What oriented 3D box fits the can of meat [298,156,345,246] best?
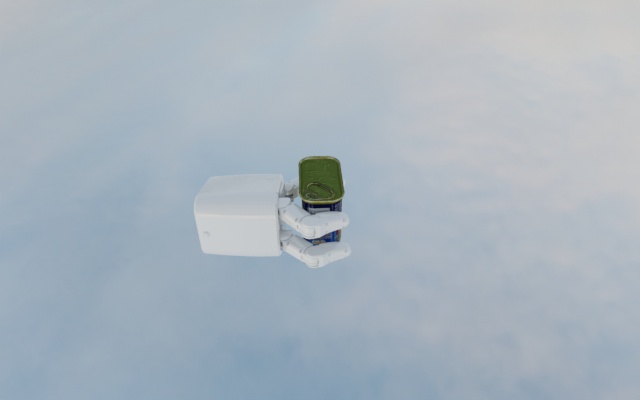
[{"bbox_3d":[0.000,0.002,0.647,0.057,0.084,0.102,-2,38,-3],"label":"can of meat"}]
